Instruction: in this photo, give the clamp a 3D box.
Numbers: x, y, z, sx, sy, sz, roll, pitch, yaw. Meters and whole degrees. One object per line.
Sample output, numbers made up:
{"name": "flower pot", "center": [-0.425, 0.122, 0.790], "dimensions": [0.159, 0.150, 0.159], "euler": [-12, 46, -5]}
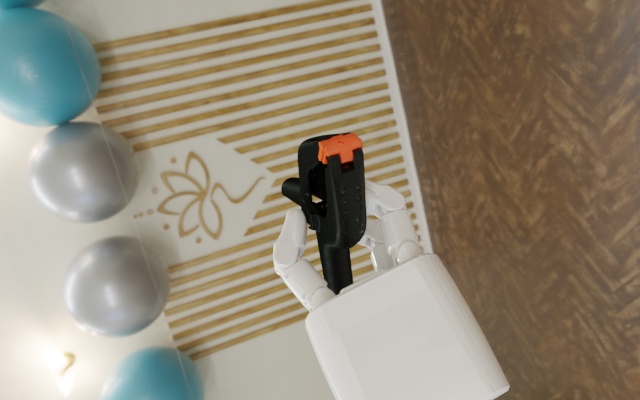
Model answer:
{"name": "clamp", "center": [-0.001, 0.001, 0.418], "dimensions": [0.036, 0.164, 0.210], "euler": [-18, -31, -15]}
